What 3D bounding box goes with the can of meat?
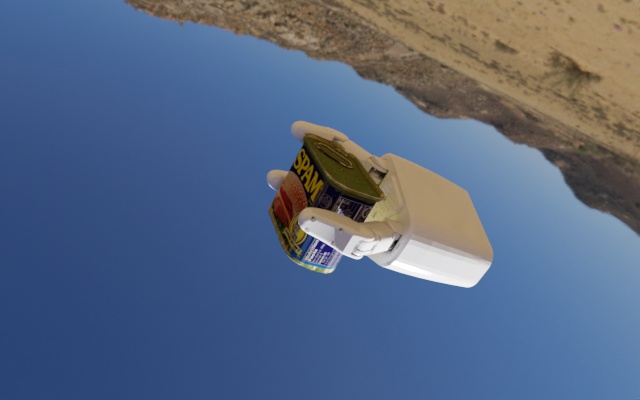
[{"bbox_3d":[0.000,0.002,0.426,0.057,0.084,0.102,18,24,-28],"label":"can of meat"}]
